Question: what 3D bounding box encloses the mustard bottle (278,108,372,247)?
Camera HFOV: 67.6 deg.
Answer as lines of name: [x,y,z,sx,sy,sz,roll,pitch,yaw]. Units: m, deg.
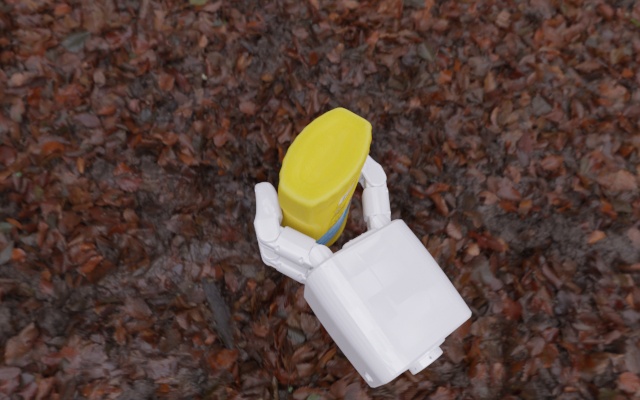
mustard bottle: [0.000,0.001,0.458,0.058,0.096,0.192,29,-23,10]
